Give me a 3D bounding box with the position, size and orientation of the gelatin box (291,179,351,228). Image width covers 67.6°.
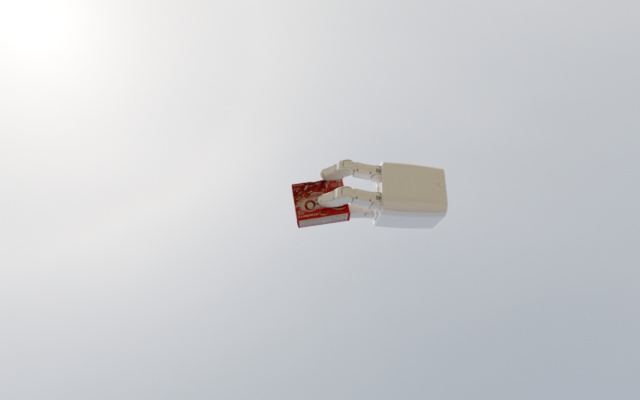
[{"bbox_3d":[0.000,0.003,0.794,0.089,0.073,0.030,-9,-32,-4],"label":"gelatin box"}]
